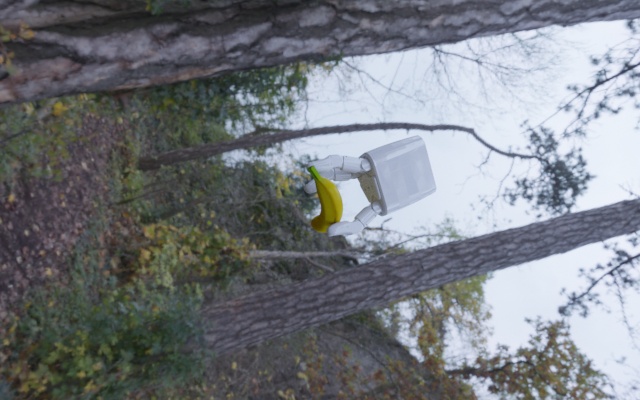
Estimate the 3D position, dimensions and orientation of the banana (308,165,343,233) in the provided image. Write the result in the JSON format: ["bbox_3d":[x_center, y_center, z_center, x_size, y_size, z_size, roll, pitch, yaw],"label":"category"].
[{"bbox_3d":[0.010,0.015,0.814,0.037,0.069,0.198,-26,-27,-16],"label":"banana"}]
